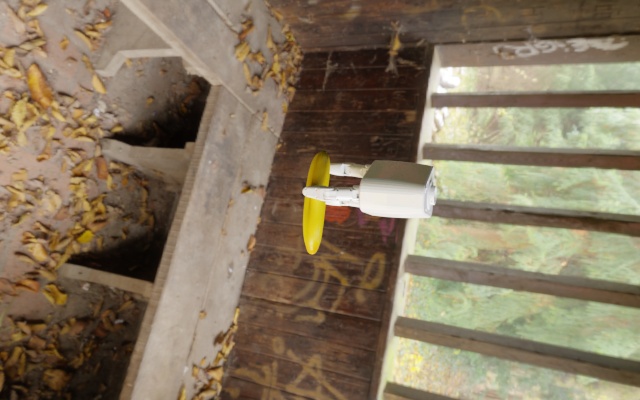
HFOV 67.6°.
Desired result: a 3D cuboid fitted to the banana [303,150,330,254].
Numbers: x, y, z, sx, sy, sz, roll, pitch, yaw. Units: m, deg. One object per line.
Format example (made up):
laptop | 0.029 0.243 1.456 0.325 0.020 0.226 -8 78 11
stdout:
banana | -0.004 -0.005 0.852 0.037 0.197 0.070 5 -13 17
